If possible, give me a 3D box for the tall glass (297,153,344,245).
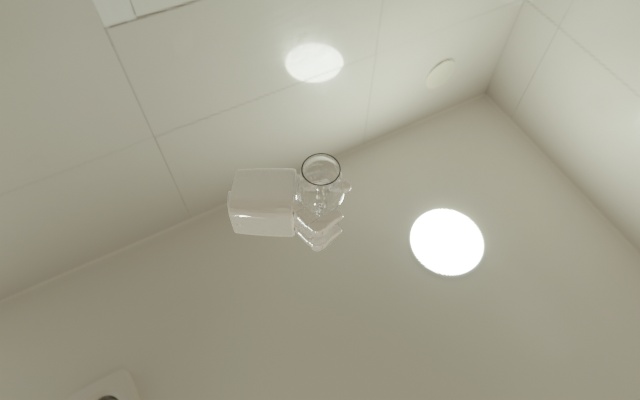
[{"bbox_3d":[0.000,0.003,0.823,0.079,0.079,0.201,0,-31,-1],"label":"tall glass"}]
